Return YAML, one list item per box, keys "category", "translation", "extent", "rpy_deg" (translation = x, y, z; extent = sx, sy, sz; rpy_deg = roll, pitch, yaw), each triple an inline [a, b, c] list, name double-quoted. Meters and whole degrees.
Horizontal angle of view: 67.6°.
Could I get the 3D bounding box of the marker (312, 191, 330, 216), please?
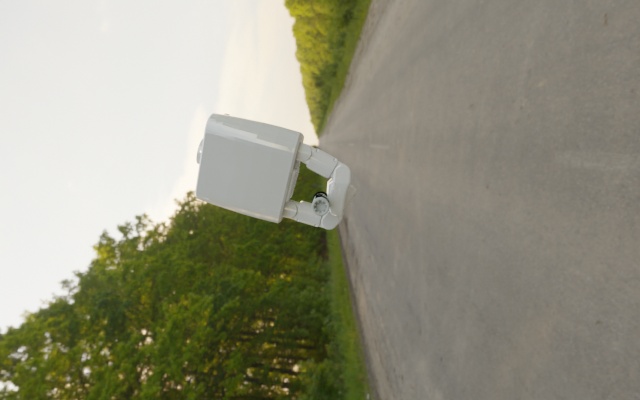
- category: "marker"
  translation: [0.000, 0.002, 0.550]
  extent: [0.020, 0.020, 0.121]
  rpy_deg: [0, 5, 0]
